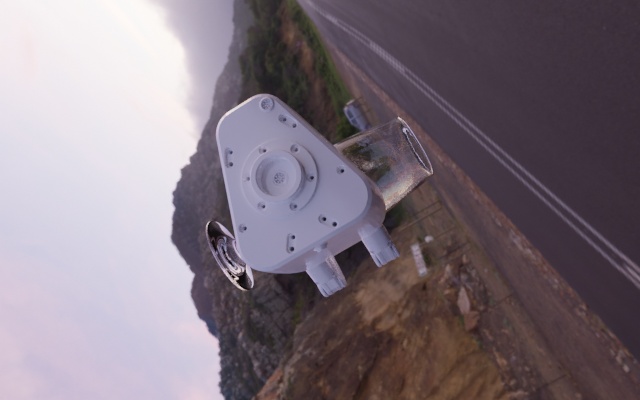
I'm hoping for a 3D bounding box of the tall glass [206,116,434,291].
[{"bbox_3d":[-0.001,0.002,0.437,0.201,0.079,0.079,-31,-3,6],"label":"tall glass"}]
